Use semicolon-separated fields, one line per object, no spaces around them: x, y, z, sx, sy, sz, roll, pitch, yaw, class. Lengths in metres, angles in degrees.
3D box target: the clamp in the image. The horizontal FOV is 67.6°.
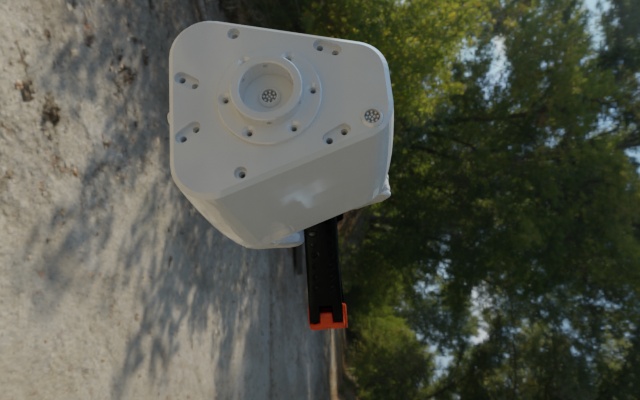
0.001;0.002;0.406;0.036;0.210;0.164;-5;-15;1;clamp
